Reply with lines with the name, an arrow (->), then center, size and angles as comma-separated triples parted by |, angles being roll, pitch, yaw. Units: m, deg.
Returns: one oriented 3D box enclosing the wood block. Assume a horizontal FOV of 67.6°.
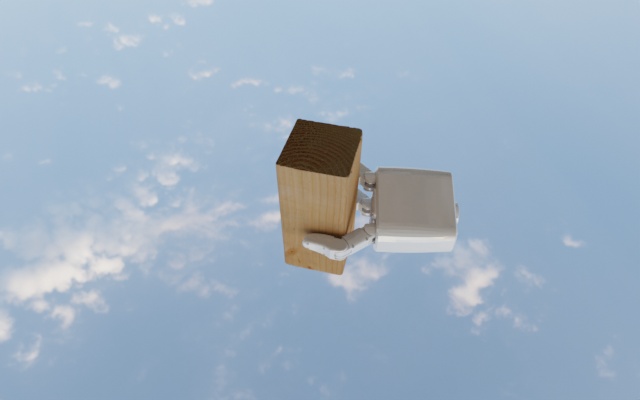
wood block -> 0.000, 0.003, 0.653 | 0.090, 0.090, 0.206 | 11, -41, 10
